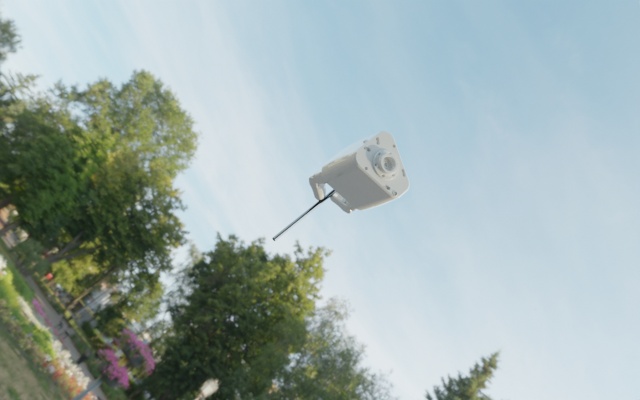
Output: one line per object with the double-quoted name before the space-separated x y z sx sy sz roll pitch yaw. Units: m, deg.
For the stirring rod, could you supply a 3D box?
"stirring rod" 0.000 0.003 0.898 0.239 0.011 0.011 -39 21 -29
